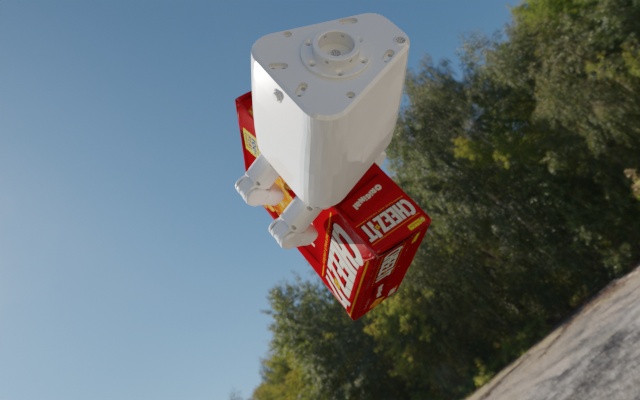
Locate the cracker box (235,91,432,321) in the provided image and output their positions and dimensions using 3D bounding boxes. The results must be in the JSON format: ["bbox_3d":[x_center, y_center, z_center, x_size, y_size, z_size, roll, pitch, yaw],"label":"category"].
[{"bbox_3d":[0.000,0.001,0.497,0.072,0.213,0.164,-31,-25,-20],"label":"cracker box"}]
